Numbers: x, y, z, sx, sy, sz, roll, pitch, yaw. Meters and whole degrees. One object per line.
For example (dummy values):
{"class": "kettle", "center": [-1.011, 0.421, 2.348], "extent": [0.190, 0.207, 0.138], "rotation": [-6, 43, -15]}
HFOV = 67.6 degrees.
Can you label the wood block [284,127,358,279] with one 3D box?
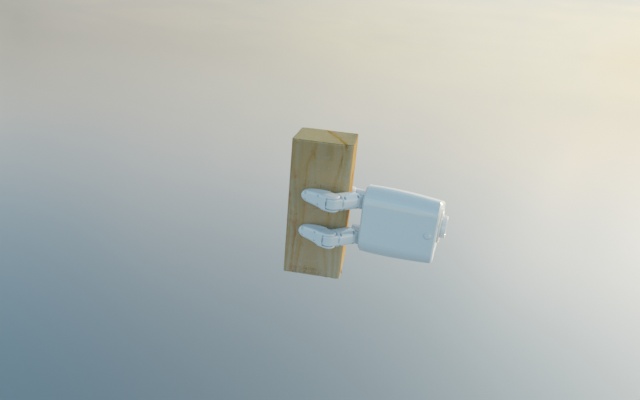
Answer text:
{"class": "wood block", "center": [0.001, 0.002, 0.729], "extent": [0.090, 0.206, 0.090], "rotation": [8, 20, 6]}
